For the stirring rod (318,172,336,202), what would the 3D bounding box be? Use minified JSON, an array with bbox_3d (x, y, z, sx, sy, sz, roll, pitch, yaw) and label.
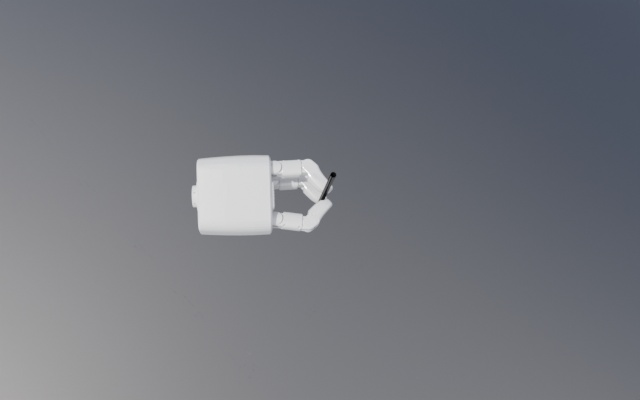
[{"bbox_3d":[0.000,0.003,0.744,0.011,0.011,0.240,0,-18,-8],"label":"stirring rod"}]
